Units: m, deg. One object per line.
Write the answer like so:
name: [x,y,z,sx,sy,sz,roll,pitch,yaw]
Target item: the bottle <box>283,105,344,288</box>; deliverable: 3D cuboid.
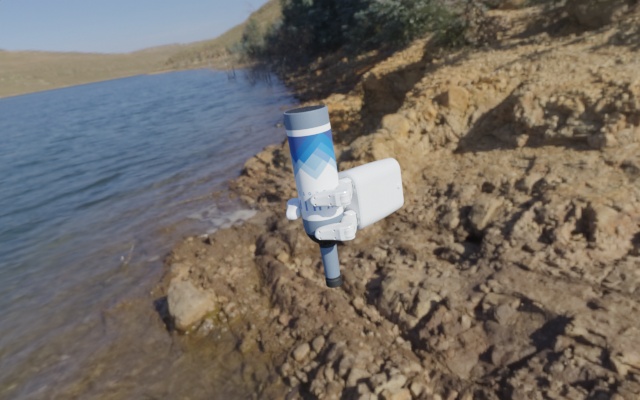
bottle: [0.000,0.002,0.756,0.069,0.296,0.069,-9,18,3]
